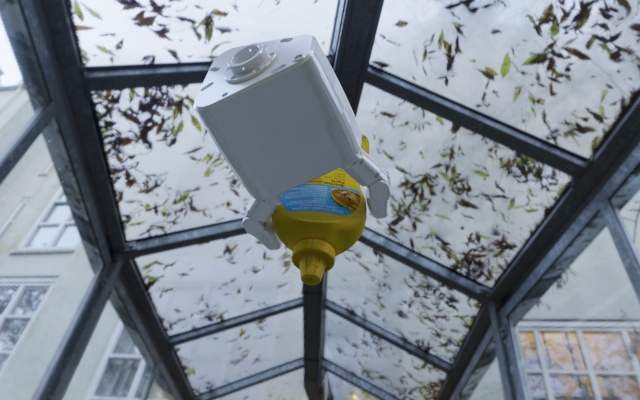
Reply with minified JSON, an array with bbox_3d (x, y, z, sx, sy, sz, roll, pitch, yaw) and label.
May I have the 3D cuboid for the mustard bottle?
[{"bbox_3d":[0.000,0.002,0.494,0.096,0.191,0.058,5,-43,2],"label":"mustard bottle"}]
